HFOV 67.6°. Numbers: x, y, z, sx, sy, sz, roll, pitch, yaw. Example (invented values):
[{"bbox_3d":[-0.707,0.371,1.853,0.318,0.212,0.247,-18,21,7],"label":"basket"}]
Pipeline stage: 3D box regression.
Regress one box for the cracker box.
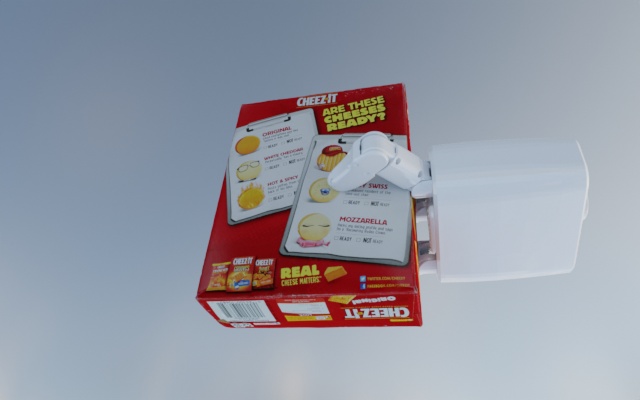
[{"bbox_3d":[0.000,0.001,0.418,0.164,0.213,0.072,-5,-38,12],"label":"cracker box"}]
